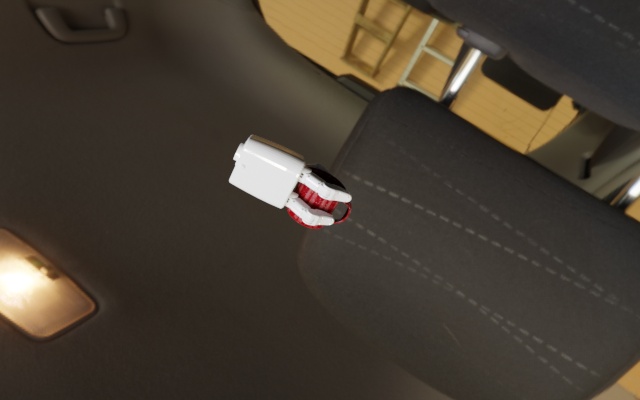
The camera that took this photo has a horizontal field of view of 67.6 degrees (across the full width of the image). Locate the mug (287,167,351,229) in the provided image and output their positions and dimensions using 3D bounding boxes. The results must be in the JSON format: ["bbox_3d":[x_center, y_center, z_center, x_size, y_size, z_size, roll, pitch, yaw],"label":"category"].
[{"bbox_3d":[0.001,0.004,0.885,0.117,0.081,0.093,26,26,-9],"label":"mug"}]
